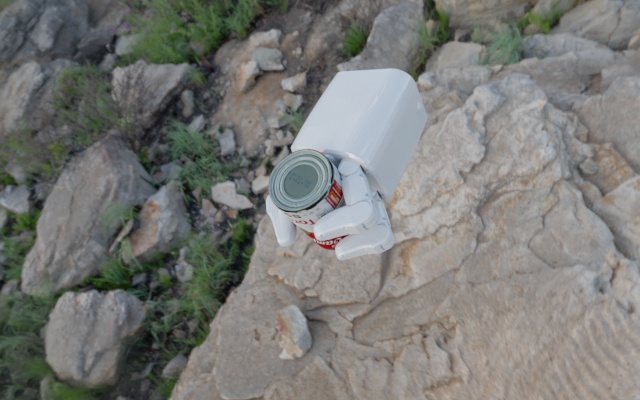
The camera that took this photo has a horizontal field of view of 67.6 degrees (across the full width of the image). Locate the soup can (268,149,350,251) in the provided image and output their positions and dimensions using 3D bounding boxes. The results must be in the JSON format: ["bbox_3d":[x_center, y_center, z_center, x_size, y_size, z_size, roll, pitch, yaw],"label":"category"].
[{"bbox_3d":[0.000,0.002,0.480,0.068,0.068,0.102,0,-25,25],"label":"soup can"}]
